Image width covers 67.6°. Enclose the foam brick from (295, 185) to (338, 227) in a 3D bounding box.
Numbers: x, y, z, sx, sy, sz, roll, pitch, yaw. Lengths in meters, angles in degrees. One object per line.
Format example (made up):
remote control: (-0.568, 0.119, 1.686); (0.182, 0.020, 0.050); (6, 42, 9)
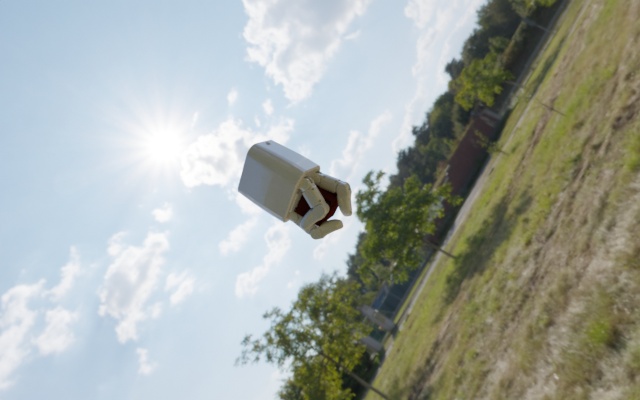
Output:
foam brick: (0.000, 0.003, 0.840); (0.051, 0.053, 0.078); (31, 21, 12)
